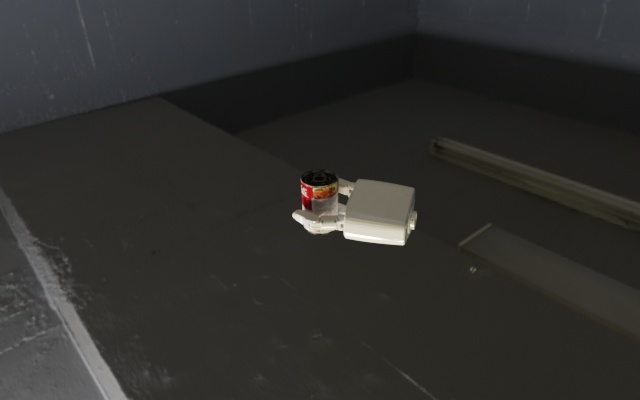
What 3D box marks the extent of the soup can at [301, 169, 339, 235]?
[{"bbox_3d":[0.000,0.003,0.873,0.068,0.102,0.068,-2,30,1],"label":"soup can"}]
